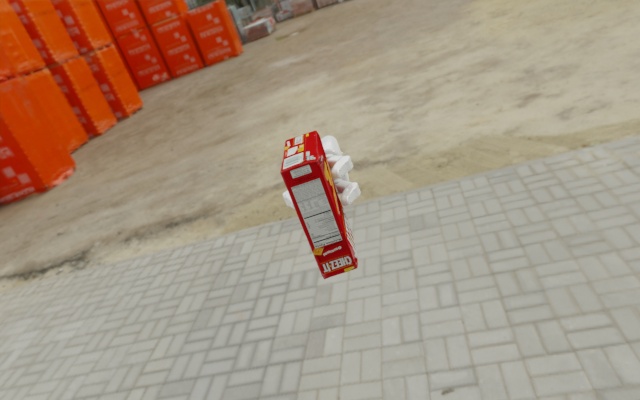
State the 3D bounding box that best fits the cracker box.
[{"bbox_3d":[0.000,0.003,0.848,0.072,0.214,0.164,-18,24,7],"label":"cracker box"}]
